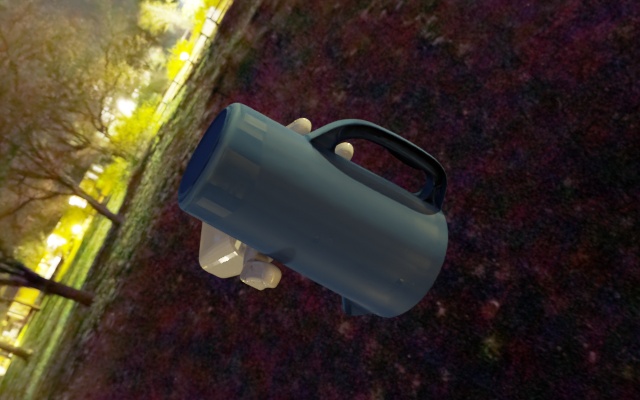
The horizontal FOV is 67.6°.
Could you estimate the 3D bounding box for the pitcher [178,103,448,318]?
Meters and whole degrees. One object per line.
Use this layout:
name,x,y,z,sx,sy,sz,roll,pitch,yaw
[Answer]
pitcher,0.000,0.002,0.463,0.243,0.149,0.145,29,-32,-23
